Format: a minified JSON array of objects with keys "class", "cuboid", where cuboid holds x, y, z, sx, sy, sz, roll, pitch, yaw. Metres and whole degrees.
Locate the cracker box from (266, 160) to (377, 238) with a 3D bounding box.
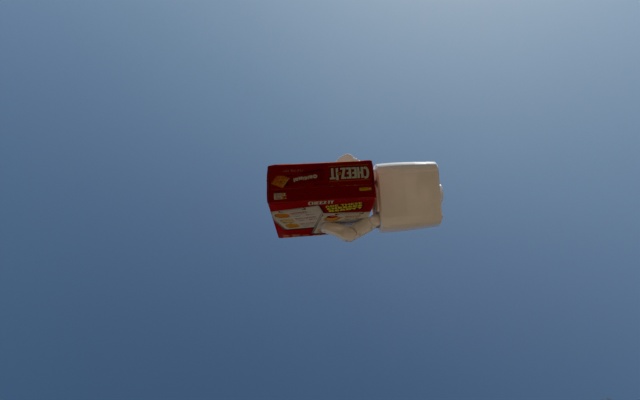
[{"class":"cracker box","cuboid":[0.000,0.003,0.813,0.164,0.072,0.214,-4,-18,-2]}]
